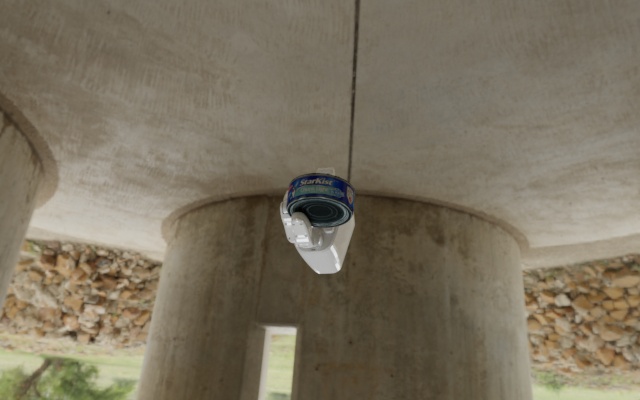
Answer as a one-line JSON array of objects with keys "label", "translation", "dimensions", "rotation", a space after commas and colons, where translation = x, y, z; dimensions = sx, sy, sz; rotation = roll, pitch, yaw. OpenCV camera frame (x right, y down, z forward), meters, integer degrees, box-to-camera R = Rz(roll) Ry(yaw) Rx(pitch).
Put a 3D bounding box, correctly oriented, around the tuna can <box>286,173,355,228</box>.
[{"label": "tuna can", "translation": [0.000, 0.002, 0.603], "dimensions": [0.086, 0.033, 0.086], "rotation": [4, -29, 2]}]
